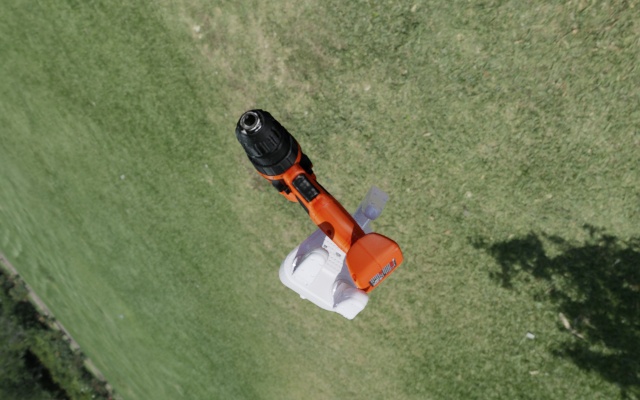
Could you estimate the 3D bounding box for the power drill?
[{"bbox_3d":[0.000,0.002,0.485,0.057,0.187,0.184,-41,-21,0],"label":"power drill"}]
